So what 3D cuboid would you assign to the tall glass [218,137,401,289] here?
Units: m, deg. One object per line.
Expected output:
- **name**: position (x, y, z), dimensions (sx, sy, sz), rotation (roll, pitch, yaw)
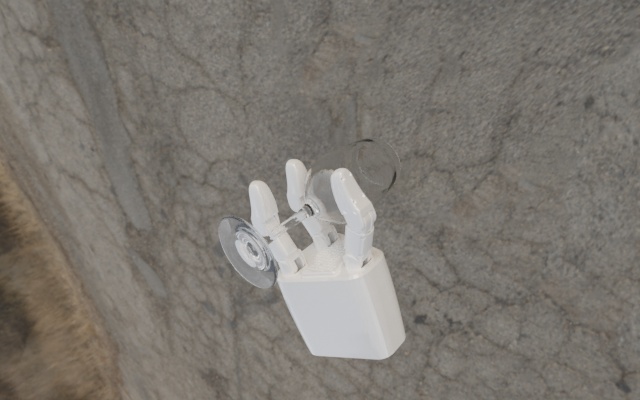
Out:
- **tall glass**: position (0.000, 0.002, 0.477), dimensions (0.079, 0.079, 0.201), rotation (0, 27, 47)
